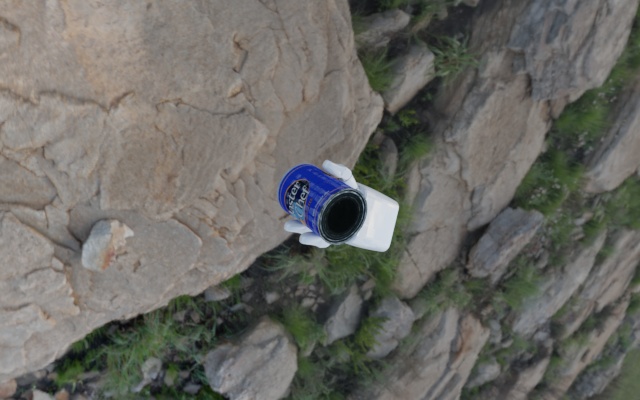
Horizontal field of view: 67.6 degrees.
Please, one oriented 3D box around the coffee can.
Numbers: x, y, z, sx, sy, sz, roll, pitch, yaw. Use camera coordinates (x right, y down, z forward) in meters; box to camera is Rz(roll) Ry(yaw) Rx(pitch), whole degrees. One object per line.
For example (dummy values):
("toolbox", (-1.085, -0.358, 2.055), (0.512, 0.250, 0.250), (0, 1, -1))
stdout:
("coffee can", (0.000, 0.003, 0.846), (0.103, 0.103, 0.140), (0, 21, -36))
